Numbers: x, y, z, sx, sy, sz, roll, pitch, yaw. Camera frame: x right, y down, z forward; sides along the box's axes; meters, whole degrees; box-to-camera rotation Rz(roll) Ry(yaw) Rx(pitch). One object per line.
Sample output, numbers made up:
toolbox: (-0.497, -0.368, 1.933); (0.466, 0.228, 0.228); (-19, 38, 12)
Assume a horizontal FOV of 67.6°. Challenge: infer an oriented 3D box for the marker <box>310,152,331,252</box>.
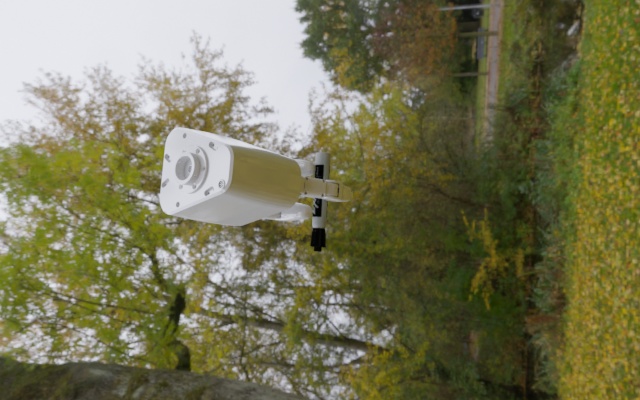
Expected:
marker: (0.000, 0.002, 0.585); (0.020, 0.121, 0.020); (3, -6, 0)
